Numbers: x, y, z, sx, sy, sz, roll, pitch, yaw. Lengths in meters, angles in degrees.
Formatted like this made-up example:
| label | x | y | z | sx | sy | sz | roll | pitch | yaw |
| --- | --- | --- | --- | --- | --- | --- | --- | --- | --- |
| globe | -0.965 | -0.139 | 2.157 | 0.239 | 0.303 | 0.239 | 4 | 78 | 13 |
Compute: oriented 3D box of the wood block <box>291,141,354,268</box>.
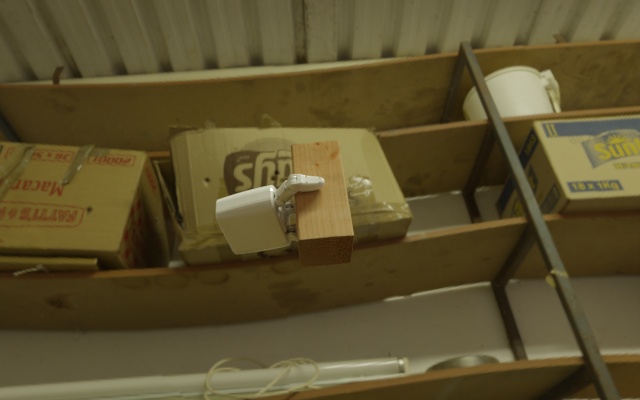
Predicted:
| label | x | y | z | sx | sy | sz | roll | pitch | yaw |
| --- | --- | --- | --- | --- | --- | --- | --- | --- | --- |
| wood block | 0.000 | 0.002 | 0.840 | 0.090 | 0.206 | 0.091 | -5 | -36 | -2 |
